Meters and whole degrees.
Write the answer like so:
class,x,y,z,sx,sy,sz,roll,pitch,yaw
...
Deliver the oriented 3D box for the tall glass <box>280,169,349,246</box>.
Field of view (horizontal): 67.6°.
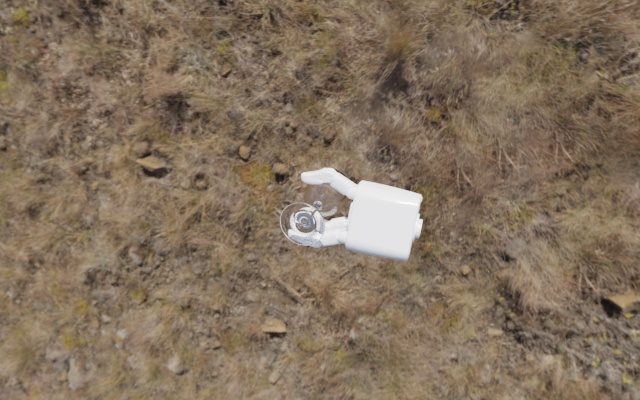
class,x,y,z,sx,sy,sz,roll,pitch,yaw
tall glass,0.000,0.003,0.836,0.079,0.079,0.201,0,21,18
